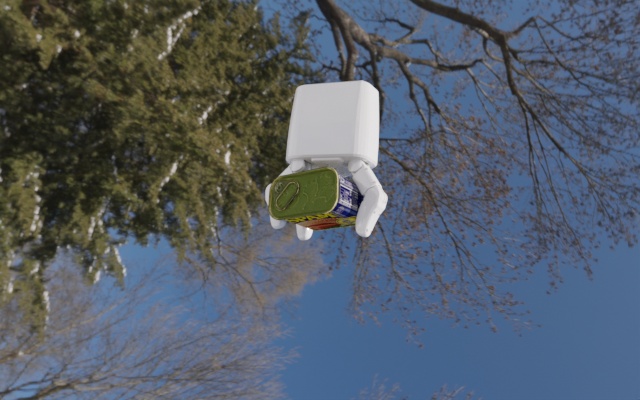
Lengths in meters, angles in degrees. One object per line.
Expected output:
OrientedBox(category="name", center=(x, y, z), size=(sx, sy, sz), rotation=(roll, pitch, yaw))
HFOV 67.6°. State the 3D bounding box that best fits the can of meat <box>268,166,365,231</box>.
OrientedBox(category="can of meat", center=(0.000, 0.002, 0.600), size=(0.102, 0.057, 0.084), rotation=(-9, -19, 33))
